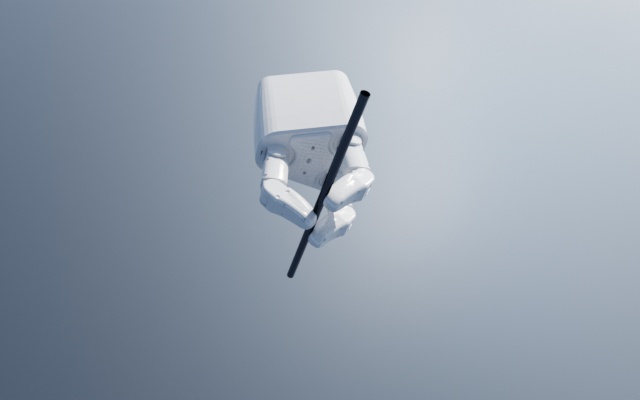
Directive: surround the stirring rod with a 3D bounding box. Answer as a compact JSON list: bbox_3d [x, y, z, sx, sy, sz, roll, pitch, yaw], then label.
[{"bbox_3d":[0.000,0.001,0.430,0.011,0.011,0.240,0,-41,-21],"label":"stirring rod"}]
